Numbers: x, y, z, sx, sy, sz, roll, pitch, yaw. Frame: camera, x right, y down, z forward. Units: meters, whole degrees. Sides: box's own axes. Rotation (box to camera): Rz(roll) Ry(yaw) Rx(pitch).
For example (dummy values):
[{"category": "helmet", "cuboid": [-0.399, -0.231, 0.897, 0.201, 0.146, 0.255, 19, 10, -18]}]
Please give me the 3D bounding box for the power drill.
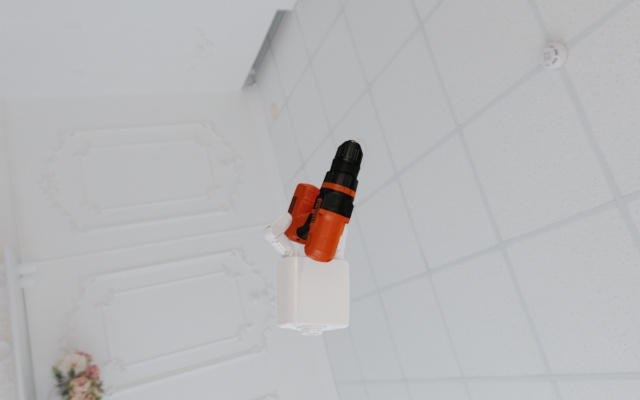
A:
[{"category": "power drill", "cuboid": [0.000, 0.003, 0.757, 0.057, 0.184, 0.187, 21, -9, -14]}]
